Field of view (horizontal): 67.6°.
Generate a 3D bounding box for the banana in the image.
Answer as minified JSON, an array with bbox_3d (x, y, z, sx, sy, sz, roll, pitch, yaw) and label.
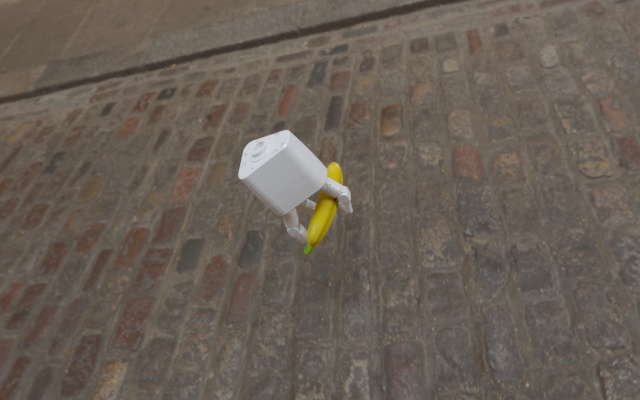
[{"bbox_3d":[0.009,0.001,0.881,0.037,0.197,0.070,30,-28,-20],"label":"banana"}]
